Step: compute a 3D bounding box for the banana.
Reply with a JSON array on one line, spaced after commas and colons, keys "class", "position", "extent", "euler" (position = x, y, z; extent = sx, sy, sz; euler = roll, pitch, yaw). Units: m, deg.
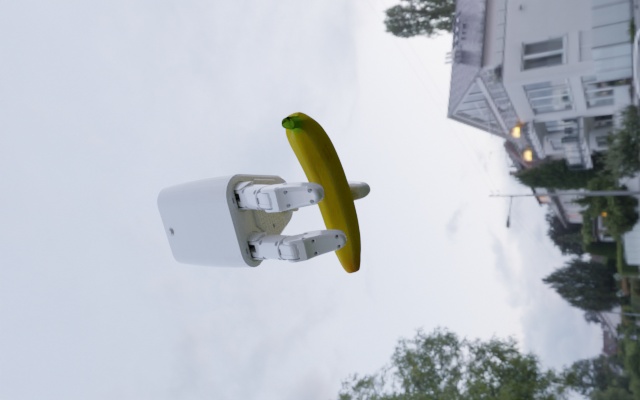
[{"class": "banana", "position": [0.003, -0.013, 0.475], "extent": [0.037, 0.198, 0.069], "euler": [-7, 39, 25]}]
